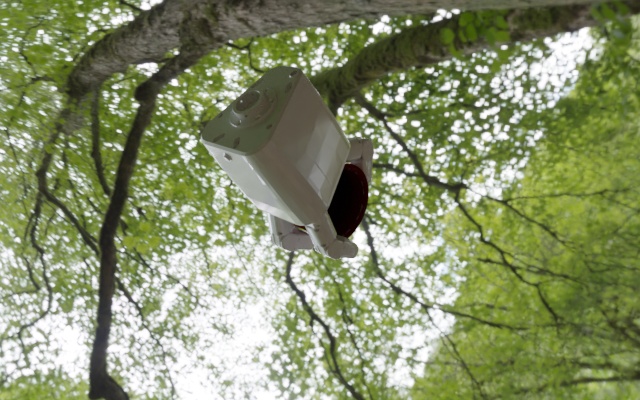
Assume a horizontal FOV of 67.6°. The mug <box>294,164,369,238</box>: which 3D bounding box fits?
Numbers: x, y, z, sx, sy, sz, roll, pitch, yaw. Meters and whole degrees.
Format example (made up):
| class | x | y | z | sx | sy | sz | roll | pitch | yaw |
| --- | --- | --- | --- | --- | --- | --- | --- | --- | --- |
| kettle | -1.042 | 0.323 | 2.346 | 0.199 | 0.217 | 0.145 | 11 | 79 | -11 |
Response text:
| class | x | y | z | sx | sy | sz | roll | pitch | yaw |
| --- | --- | --- | --- | --- | --- | --- | --- | --- | --- |
| mug | 0.001 | 0.003 | 0.557 | 0.081 | 0.093 | 0.117 | 21 | -23 | 41 |
